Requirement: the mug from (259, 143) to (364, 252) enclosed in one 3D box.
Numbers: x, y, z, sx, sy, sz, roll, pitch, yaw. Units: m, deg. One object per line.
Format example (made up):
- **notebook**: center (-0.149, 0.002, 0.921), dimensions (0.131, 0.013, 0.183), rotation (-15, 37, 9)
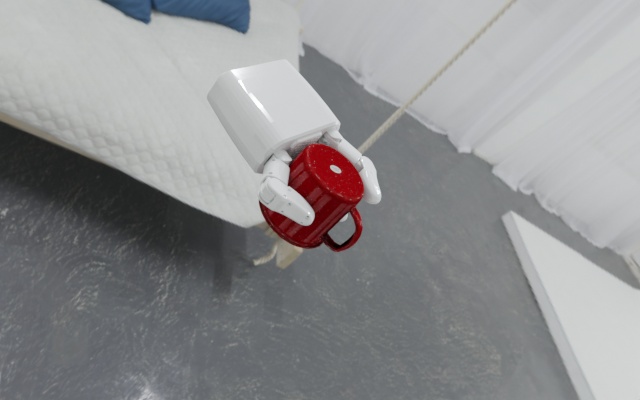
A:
- **mug**: center (0.001, 0.003, 0.519), dimensions (0.081, 0.117, 0.093), rotation (-45, -14, 32)
